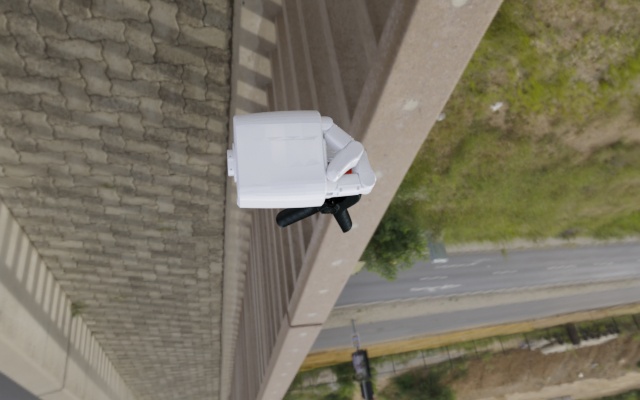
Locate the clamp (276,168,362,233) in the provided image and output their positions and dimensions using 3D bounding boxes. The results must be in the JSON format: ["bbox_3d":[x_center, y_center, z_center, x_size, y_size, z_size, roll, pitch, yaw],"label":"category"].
[{"bbox_3d":[0.000,0.003,0.683,0.120,0.039,0.172,-4,-30,-11],"label":"clamp"}]
